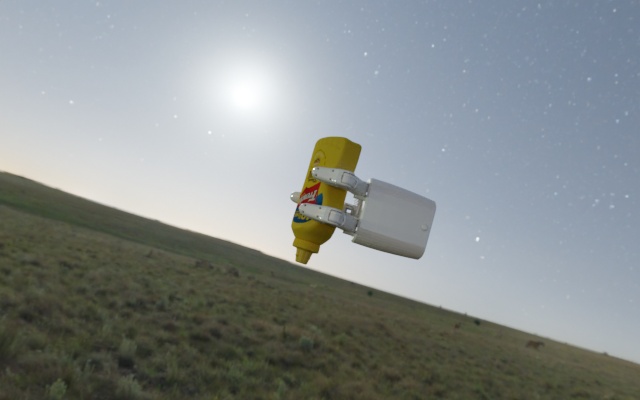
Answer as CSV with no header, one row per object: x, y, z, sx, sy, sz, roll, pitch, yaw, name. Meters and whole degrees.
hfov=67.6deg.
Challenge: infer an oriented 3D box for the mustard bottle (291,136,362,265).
0.000,0.002,0.716,0.058,0.191,0.096,22,-9,-29,mustard bottle
